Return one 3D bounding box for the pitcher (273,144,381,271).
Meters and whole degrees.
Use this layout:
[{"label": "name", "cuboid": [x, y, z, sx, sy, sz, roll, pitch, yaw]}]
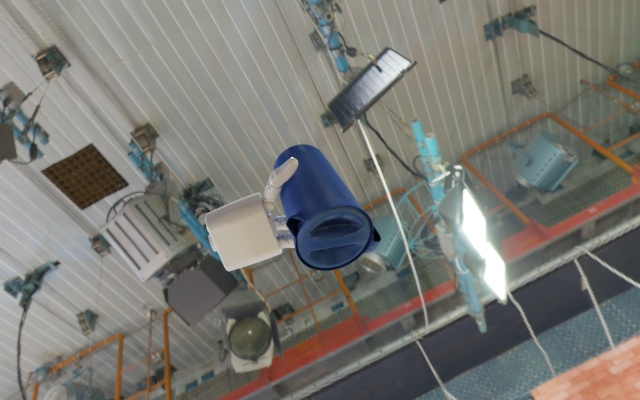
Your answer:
[{"label": "pitcher", "cuboid": [0.000, 0.003, 0.857, 0.145, 0.149, 0.242, -23, 39, -3]}]
